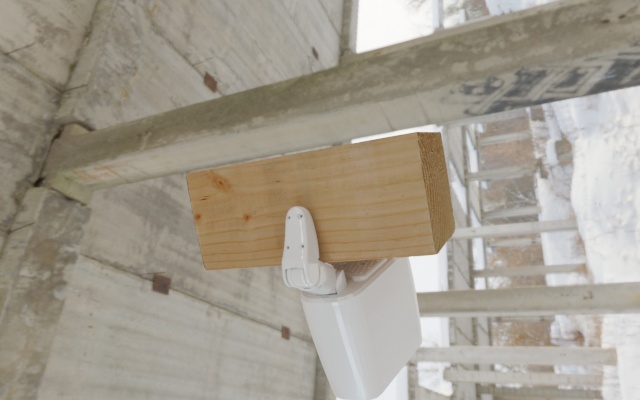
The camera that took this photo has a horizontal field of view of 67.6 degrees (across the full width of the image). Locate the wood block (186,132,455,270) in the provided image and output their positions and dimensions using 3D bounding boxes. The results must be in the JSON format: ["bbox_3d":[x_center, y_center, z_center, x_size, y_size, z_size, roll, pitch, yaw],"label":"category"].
[{"bbox_3d":[0.000,0.002,0.414,0.206,0.090,0.091,-8,5,25],"label":"wood block"}]
